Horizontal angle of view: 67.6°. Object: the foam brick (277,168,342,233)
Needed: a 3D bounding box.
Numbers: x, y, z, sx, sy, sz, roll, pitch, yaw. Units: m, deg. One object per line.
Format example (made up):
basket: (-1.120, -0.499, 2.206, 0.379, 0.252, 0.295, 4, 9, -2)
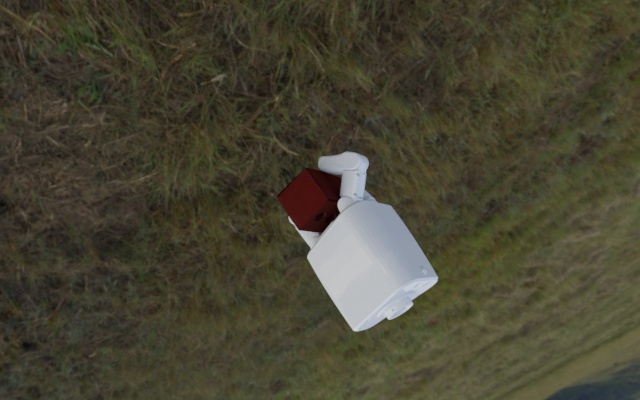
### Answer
foam brick: (0.000, 0.002, 0.559, 0.053, 0.051, 0.078, -44, -28, 22)
